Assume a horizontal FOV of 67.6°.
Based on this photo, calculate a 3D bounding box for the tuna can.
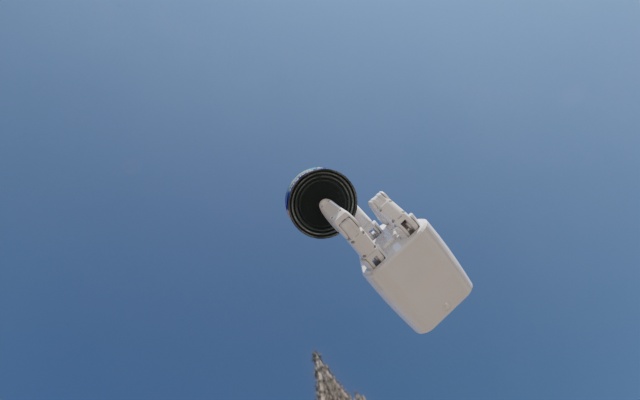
[{"bbox_3d":[0.000,0.002,0.588,0.086,0.086,0.033,0,9,-13],"label":"tuna can"}]
